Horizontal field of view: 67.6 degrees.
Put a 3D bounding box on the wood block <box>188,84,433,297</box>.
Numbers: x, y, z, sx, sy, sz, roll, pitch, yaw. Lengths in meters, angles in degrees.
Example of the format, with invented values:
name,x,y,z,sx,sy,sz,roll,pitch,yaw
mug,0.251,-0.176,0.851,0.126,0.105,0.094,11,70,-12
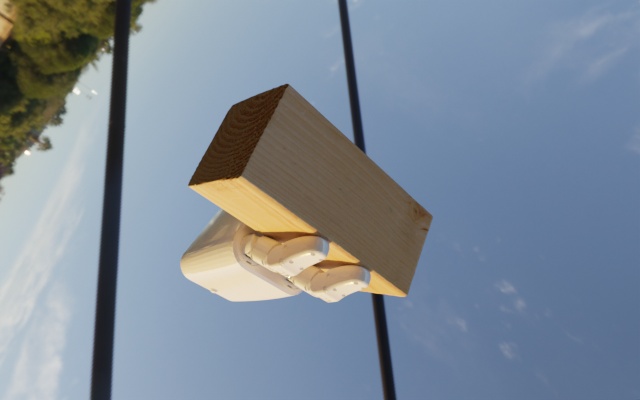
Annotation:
name,x,y,z,sx,sy,sz,roll,pitch,yaw
wood block,0.000,0.001,0.439,0.206,0.090,0.090,37,-26,-33
